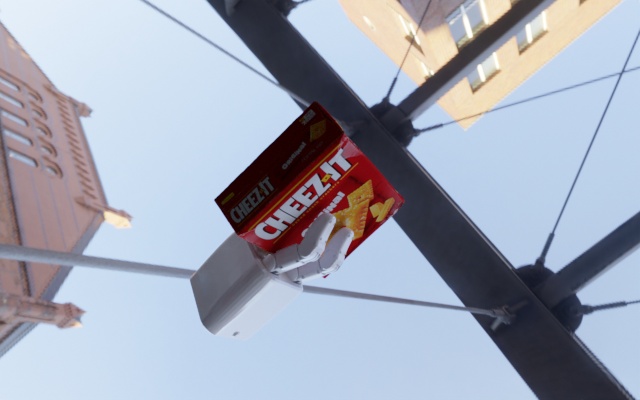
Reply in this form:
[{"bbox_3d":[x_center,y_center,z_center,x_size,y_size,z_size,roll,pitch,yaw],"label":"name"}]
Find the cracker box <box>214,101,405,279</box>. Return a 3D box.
[{"bbox_3d":[0.000,0.002,0.605,0.072,0.164,0.214,50,7,34],"label":"cracker box"}]
